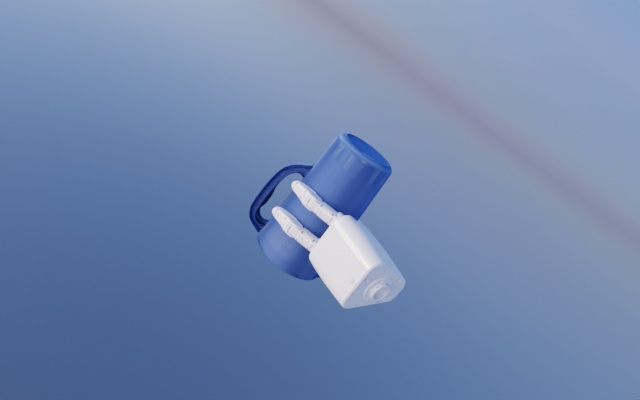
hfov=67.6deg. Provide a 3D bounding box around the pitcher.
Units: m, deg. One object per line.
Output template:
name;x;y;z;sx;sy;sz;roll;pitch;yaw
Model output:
pitcher;0.000;0.003;0.815;0.149;0.243;0.145;19;25;-42
